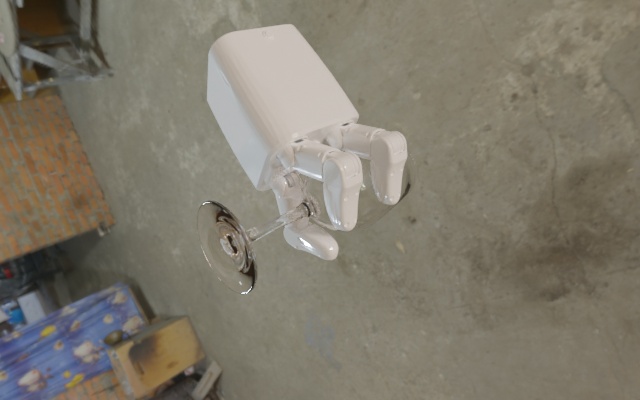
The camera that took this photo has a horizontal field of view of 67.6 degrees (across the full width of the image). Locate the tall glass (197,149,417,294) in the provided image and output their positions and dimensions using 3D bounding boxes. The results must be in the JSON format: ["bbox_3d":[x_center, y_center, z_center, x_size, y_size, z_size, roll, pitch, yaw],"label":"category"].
[{"bbox_3d":[0.000,0.002,0.411,0.201,0.079,0.079,-25,16,-38],"label":"tall glass"}]
